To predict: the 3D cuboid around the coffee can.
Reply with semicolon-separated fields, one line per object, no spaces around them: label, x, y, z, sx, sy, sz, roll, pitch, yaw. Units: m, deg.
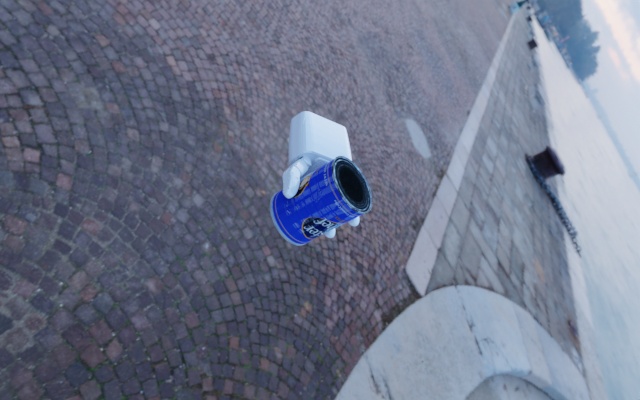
coffee can;0.000;0.003;0.797;0.140;0.102;0.103;-29;-16;31
